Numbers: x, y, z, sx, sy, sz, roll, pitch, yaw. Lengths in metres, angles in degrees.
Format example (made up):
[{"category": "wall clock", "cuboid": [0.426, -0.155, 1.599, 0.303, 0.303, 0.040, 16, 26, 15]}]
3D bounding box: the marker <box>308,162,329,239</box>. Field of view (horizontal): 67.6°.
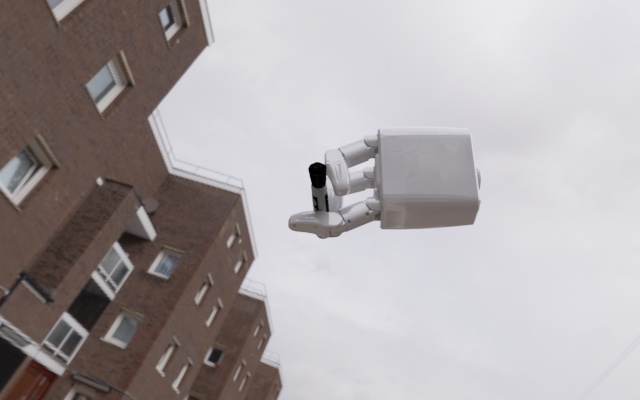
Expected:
[{"category": "marker", "cuboid": [0.000, 0.002, 0.523, 0.020, 0.020, 0.121, 0, -38, 4]}]
